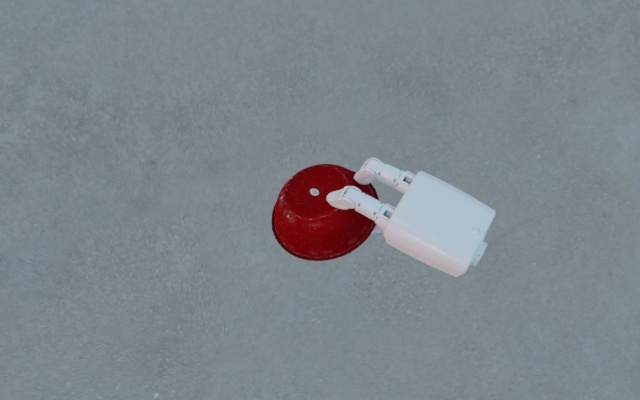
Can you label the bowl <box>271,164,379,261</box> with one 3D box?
[{"bbox_3d":[-0.001,0.002,0.675,0.162,0.162,0.055,0,-34,17],"label":"bowl"}]
